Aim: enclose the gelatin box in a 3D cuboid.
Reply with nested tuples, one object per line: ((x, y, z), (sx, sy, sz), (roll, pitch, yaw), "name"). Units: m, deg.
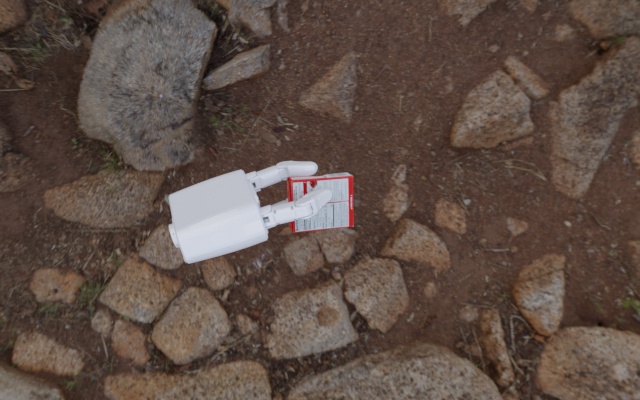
((0.001, 0.002, 0.654), (0.089, 0.073, 0.030), (-5, 15, -12), "gelatin box")
